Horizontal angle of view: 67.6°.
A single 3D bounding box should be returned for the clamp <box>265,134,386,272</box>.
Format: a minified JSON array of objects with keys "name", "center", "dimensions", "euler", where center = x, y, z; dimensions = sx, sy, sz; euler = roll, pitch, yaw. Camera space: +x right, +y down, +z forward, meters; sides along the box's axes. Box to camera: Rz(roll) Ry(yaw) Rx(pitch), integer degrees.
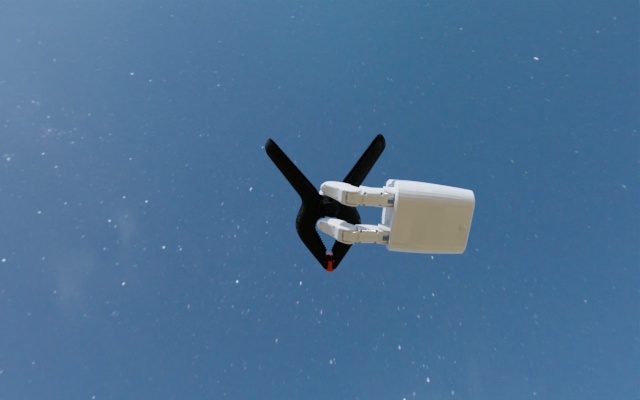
[{"name":"clamp","center":[0.000,0.002,0.686],"dimensions":[0.164,0.210,0.036],"euler":[5,20,-1]}]
